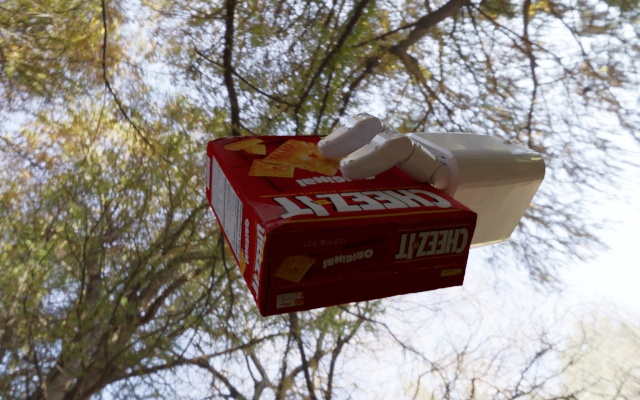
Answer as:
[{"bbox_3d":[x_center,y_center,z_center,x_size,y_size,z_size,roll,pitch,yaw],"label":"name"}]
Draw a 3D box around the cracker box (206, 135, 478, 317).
[{"bbox_3d":[0.000,0.001,0.415,0.164,0.072,0.213,-4,23,-22],"label":"cracker box"}]
